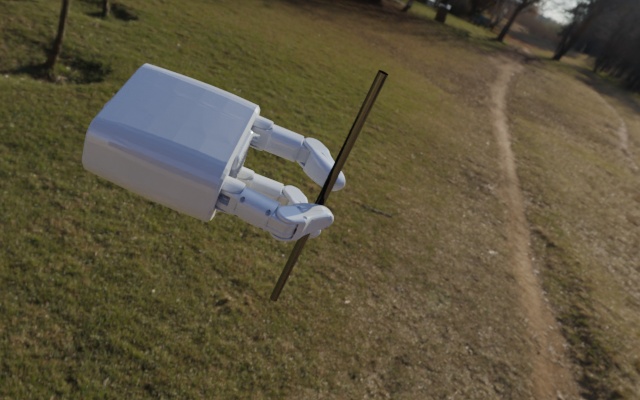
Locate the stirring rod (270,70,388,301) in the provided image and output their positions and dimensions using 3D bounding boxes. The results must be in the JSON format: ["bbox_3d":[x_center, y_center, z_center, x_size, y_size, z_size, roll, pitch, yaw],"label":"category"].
[{"bbox_3d":[0.000,0.001,0.406,0.011,0.240,0.011,19,30,-12],"label":"stirring rod"}]
